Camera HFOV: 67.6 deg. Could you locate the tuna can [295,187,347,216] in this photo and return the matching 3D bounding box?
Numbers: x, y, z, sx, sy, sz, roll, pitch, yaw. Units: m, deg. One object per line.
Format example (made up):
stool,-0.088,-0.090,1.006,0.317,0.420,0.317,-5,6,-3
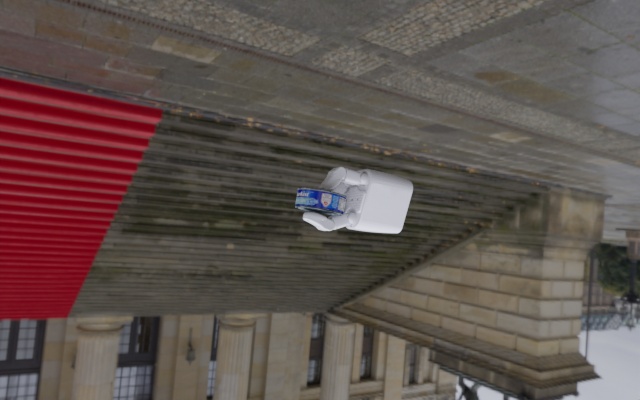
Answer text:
tuna can,0.000,0.003,0.819,0.086,0.033,0.086,10,-6,1
